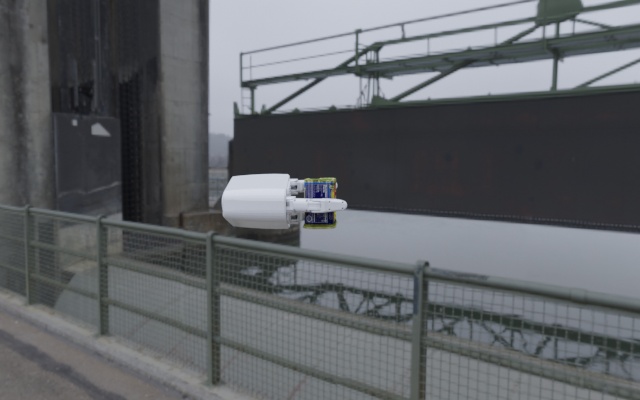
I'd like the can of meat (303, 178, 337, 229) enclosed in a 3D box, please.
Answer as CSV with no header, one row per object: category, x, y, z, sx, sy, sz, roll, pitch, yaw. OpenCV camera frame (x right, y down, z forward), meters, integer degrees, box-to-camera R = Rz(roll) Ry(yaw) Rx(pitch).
can of meat,0.000,0.002,0.846,0.057,0.084,0.102,0,4,4
